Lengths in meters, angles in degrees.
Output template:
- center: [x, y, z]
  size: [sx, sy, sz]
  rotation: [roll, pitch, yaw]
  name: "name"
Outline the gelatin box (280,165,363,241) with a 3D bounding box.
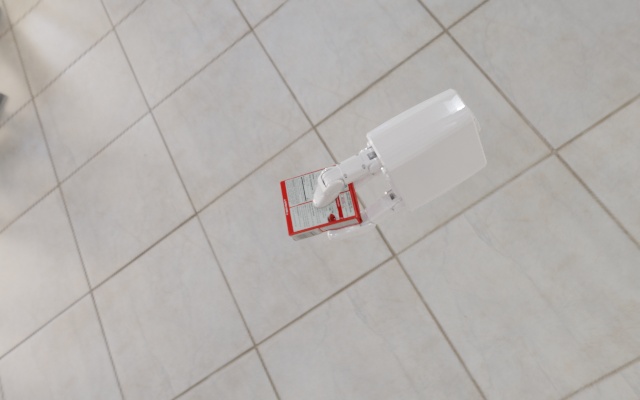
- center: [0.000, 0.002, 0.581]
  size: [0.089, 0.073, 0.030]
  rotation: [-16, -22, 10]
  name: "gelatin box"
